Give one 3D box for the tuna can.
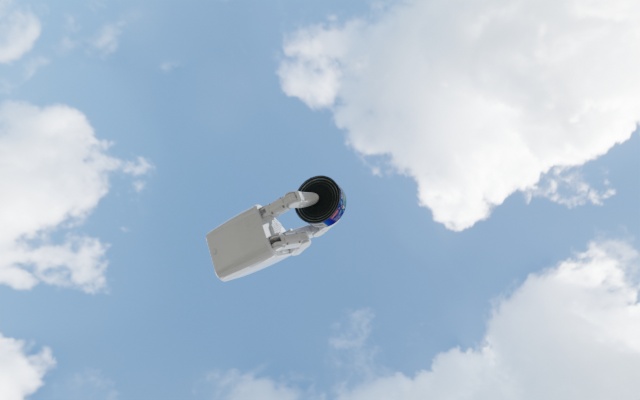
[{"bbox_3d":[0.000,0.003,0.816,0.086,0.086,0.034,0,-19,26],"label":"tuna can"}]
